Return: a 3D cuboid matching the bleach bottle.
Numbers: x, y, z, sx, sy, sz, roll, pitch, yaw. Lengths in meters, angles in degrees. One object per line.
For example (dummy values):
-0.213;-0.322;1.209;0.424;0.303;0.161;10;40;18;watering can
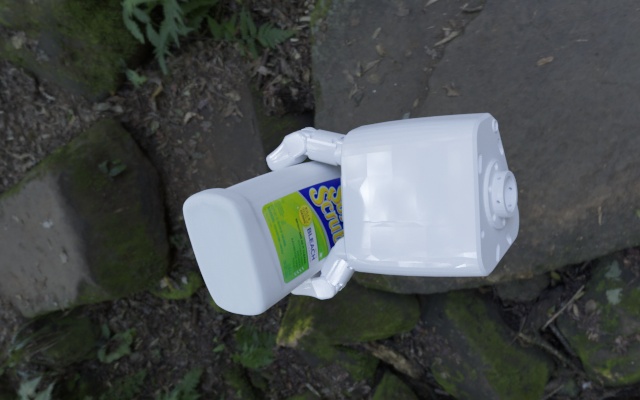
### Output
0.000;0.002;0.441;0.068;0.102;0.250;-2;19;39;bleach bottle
